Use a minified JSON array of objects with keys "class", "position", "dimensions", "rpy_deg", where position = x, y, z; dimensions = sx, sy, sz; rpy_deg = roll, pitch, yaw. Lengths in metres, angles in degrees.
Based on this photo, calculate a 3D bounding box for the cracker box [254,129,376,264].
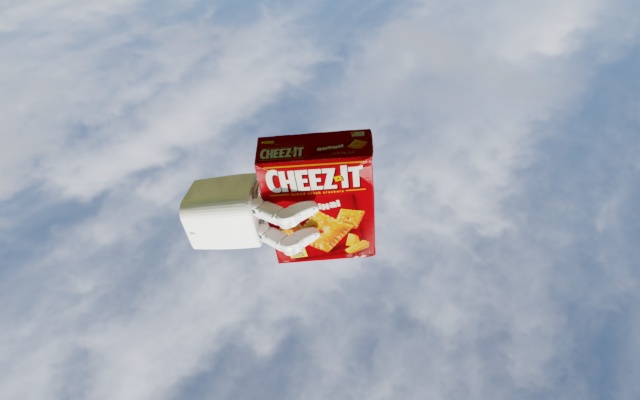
[{"class":"cracker box","position":[0.000,0.002,0.726],"dimensions":[0.164,0.214,0.072],"rpy_deg":[-4,44,4]}]
